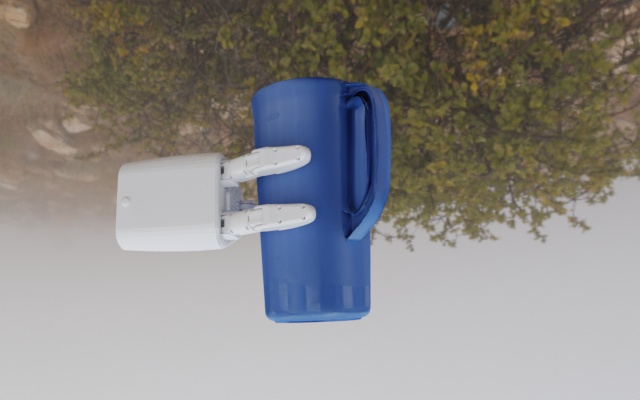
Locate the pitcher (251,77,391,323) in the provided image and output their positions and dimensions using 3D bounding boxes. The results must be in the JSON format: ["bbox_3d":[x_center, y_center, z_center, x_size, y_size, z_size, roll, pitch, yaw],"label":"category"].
[{"bbox_3d":[0.000,0.002,0.501,0.145,0.242,0.149,-3,-12,3],"label":"pitcher"}]
